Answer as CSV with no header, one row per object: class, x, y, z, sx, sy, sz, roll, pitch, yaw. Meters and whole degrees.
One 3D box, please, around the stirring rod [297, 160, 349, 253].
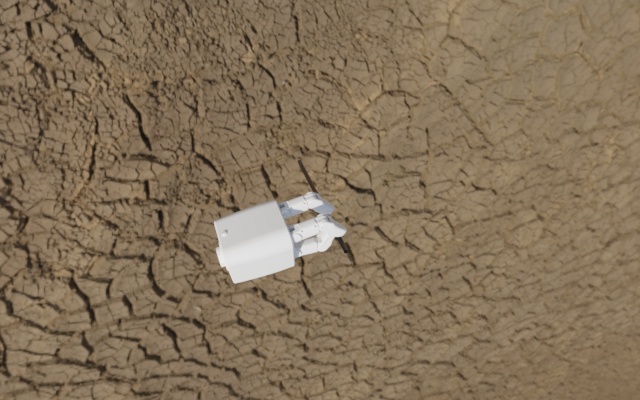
stirring rod,0.000,0.003,0.834,0.011,0.011,0.239,0,40,-26
